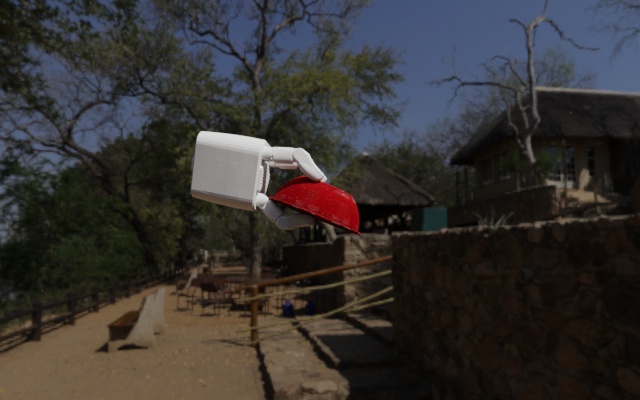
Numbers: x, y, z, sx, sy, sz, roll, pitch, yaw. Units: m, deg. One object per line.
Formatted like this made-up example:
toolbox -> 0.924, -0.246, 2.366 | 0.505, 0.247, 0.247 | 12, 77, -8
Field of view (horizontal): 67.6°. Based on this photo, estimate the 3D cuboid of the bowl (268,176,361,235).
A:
bowl -> 0.002, 0.003, 0.773 | 0.162, 0.055, 0.162 | 22, -4, 2
